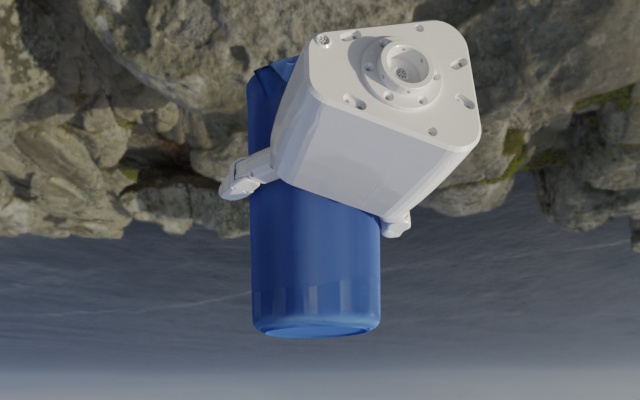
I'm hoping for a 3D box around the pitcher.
[{"bbox_3d":[0.000,0.001,0.452,0.149,0.242,0.145,4,-22,-14],"label":"pitcher"}]
